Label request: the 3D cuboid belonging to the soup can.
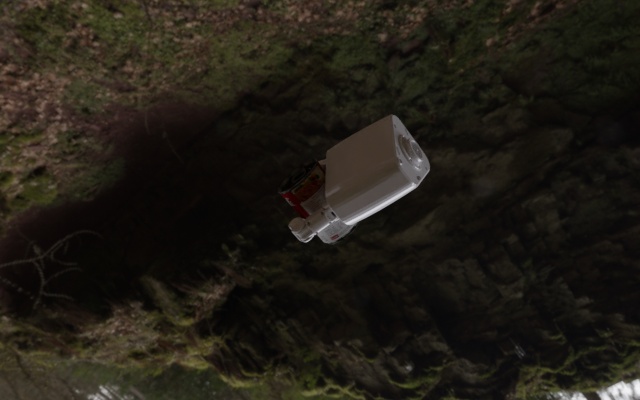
[{"bbox_3d":[0.000,0.003,0.652,0.068,0.102,0.068,-36,19,15],"label":"soup can"}]
